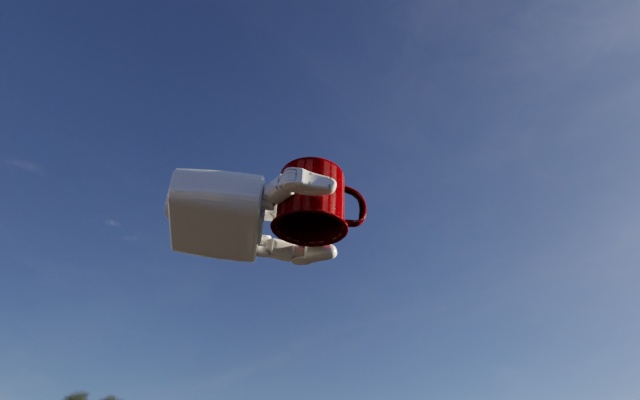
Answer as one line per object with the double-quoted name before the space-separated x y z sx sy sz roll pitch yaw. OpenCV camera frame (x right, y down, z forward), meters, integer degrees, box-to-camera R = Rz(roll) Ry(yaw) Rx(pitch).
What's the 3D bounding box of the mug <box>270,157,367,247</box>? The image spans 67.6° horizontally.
"mug" 0.002 0.002 0.589 0.117 0.081 0.093 7 -32 -7
